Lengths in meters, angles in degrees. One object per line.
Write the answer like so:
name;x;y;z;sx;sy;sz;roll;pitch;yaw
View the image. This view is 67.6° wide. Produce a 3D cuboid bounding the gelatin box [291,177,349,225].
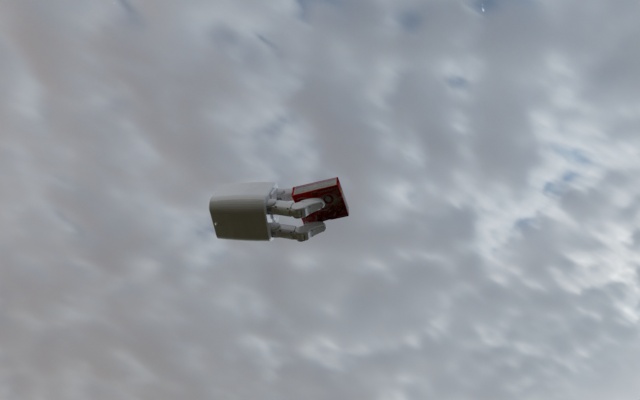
gelatin box;0.000;0.002;0.868;0.089;0.073;0.030;-13;34;12
